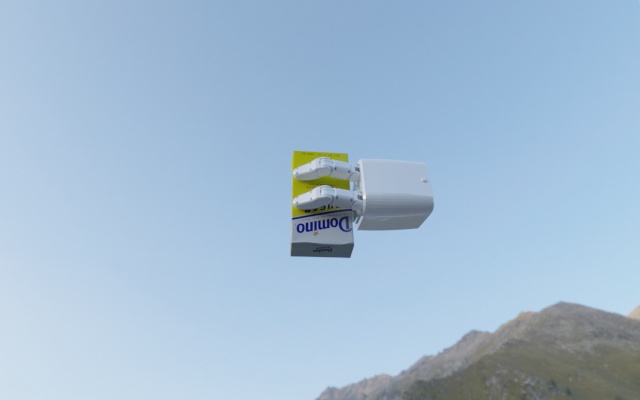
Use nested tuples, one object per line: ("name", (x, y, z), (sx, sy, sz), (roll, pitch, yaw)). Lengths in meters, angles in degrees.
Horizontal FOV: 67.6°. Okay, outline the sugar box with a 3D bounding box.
("sugar box", (0.000, 0.002, 0.738), (0.093, 0.176, 0.048), (1, -38, -5))
